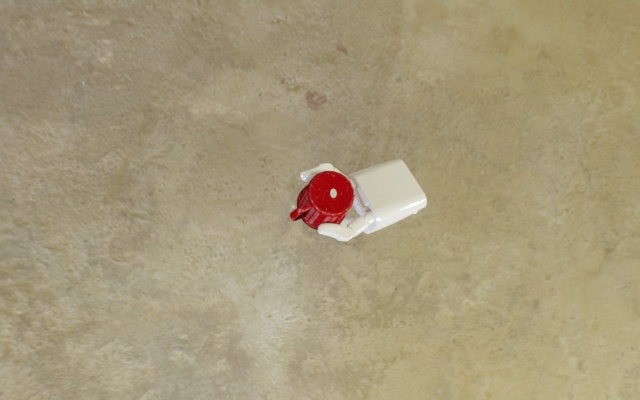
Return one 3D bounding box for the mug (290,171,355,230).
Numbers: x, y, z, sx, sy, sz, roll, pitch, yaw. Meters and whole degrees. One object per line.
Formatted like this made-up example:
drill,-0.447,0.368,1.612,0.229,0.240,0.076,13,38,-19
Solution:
mug,-0.001,0.003,0.821,0.117,0.093,0.081,-23,-11,-18
